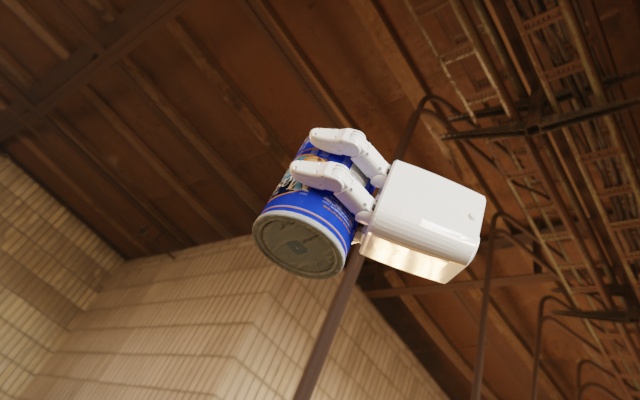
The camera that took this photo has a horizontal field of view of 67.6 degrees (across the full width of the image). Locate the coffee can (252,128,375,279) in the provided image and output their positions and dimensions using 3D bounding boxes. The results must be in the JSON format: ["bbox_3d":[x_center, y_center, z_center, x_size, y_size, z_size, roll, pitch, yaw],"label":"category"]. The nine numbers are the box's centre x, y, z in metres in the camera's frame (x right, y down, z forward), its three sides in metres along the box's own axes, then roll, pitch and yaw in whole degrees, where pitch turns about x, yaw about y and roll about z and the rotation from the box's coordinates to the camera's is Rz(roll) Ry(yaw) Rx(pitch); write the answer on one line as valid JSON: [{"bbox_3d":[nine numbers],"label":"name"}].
[{"bbox_3d":[0.000,0.002,0.536,0.103,0.140,0.103,16,-40,14],"label":"coffee can"}]
